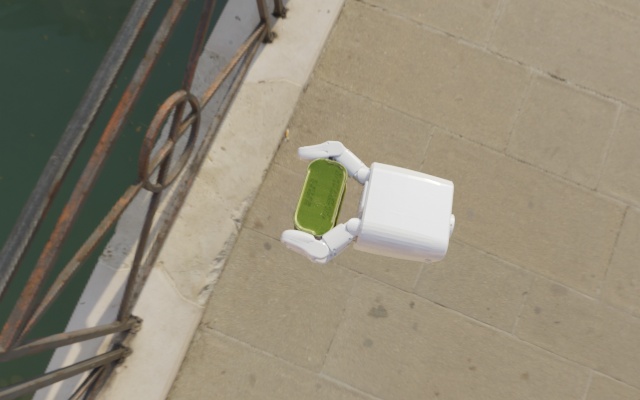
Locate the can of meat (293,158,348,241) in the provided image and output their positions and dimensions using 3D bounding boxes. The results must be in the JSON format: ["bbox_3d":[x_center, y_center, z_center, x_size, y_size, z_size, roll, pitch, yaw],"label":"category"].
[{"bbox_3d":[0.000,0.002,0.622,0.057,0.102,0.084,15,-9,3],"label":"can of meat"}]
